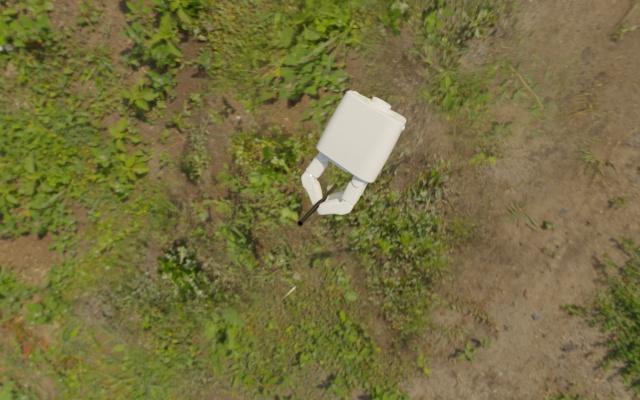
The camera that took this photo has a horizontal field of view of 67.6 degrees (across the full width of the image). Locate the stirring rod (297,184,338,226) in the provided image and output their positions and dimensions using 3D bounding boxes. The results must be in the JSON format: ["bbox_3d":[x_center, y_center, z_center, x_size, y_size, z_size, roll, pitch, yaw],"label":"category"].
[{"bbox_3d":[0.000,0.003,0.801,0.011,0.011,0.239,0,15,15],"label":"stirring rod"}]
